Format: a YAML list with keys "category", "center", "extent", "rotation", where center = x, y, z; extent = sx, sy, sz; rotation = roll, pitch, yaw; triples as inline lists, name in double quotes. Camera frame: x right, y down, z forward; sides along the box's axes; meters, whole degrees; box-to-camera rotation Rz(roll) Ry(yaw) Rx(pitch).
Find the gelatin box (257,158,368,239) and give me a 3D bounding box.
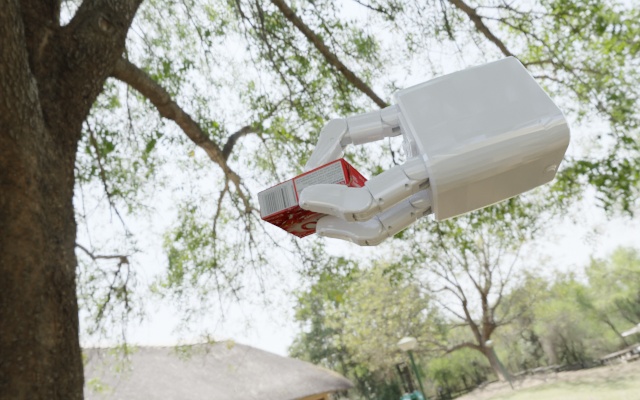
- category: "gelatin box"
  center: [0.000, 0.001, 0.430]
  extent: [0.089, 0.030, 0.073]
  rotation: [-21, -25, 19]
